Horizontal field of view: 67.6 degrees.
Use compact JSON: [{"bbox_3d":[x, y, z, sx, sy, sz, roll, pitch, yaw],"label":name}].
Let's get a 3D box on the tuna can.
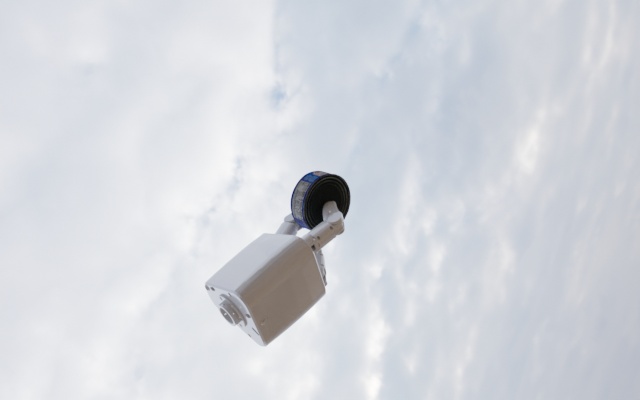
[{"bbox_3d":[0.000,0.002,0.665,0.086,0.086,0.033,0,13,-42],"label":"tuna can"}]
